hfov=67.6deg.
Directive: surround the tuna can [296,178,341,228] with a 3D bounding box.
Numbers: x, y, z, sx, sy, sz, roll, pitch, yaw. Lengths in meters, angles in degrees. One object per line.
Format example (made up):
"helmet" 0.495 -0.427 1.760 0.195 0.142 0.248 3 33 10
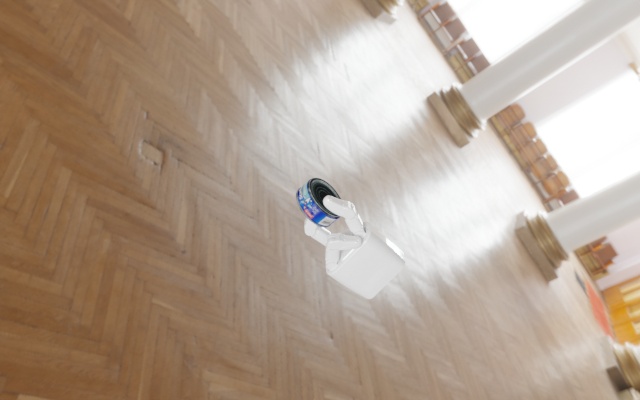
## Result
"tuna can" 0.000 0.002 0.836 0.034 0.086 0.086 -40 -22 30
